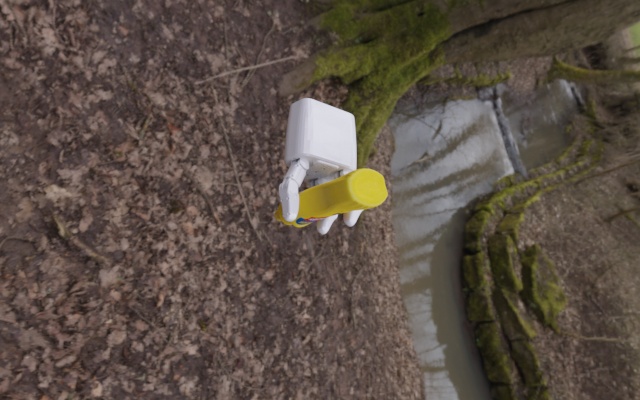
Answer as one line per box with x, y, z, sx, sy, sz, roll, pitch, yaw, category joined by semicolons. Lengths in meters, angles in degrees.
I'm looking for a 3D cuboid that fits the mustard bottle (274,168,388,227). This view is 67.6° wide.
0.000;0.003;0.735;0.191;0.058;0.096;-17;-5;39;mustard bottle
